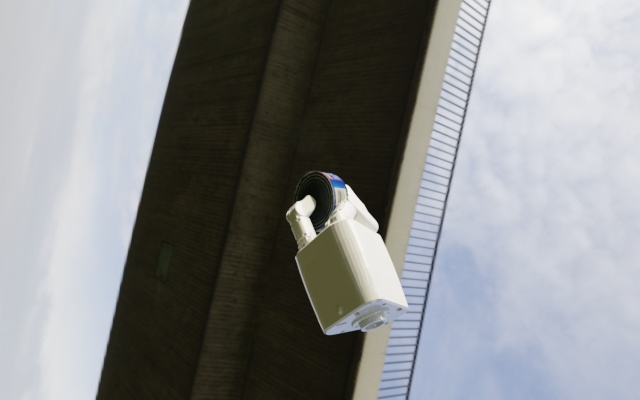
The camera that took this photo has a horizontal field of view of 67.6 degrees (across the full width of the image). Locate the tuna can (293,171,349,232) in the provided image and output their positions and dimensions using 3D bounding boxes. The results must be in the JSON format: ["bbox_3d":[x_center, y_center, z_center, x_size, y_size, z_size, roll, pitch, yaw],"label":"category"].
[{"bbox_3d":[0.001,0.002,0.680,0.034,0.086,0.086,6,-4,-43],"label":"tuna can"}]
